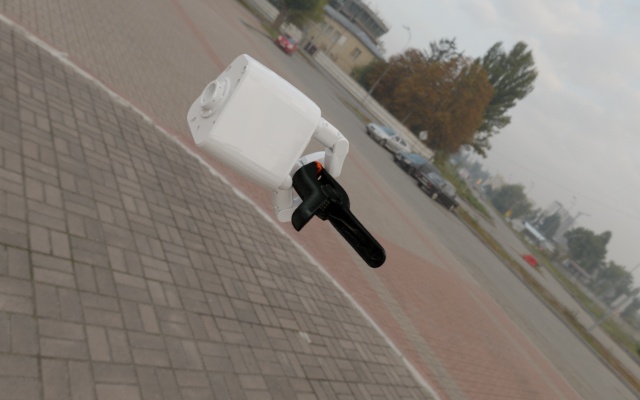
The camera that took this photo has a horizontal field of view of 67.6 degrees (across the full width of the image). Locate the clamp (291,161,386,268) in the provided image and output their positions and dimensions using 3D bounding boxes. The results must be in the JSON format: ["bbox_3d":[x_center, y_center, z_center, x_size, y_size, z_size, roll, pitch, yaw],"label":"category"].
[{"bbox_3d":[0.001,0.001,0.545,0.120,0.039,0.171,31,17,-38],"label":"clamp"}]
